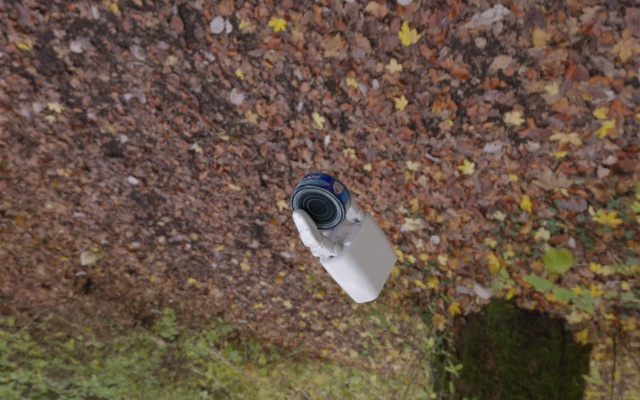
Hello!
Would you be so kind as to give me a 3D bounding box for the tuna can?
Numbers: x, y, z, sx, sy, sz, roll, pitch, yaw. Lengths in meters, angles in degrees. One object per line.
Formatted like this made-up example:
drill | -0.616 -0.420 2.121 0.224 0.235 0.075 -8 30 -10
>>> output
tuna can | 0.000 0.003 0.701 0.086 0.086 0.033 0 38 24
